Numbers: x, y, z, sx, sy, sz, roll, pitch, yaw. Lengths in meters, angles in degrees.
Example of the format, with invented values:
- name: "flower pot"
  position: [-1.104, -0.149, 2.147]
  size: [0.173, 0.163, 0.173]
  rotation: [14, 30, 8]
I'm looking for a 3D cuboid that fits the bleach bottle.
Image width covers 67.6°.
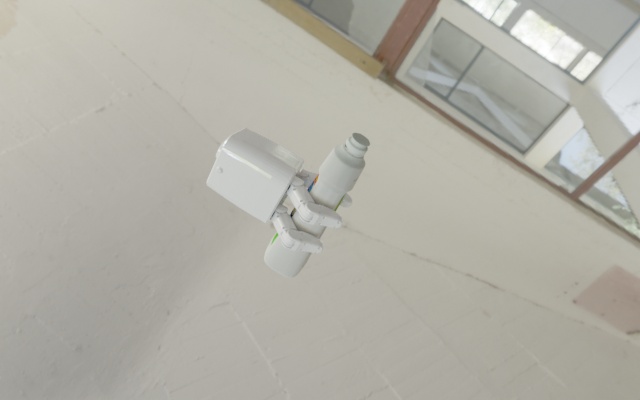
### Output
- name: "bleach bottle"
  position: [0.000, 0.002, 0.709]
  size: [0.068, 0.251, 0.102]
  rotation: [31, 34, -2]
